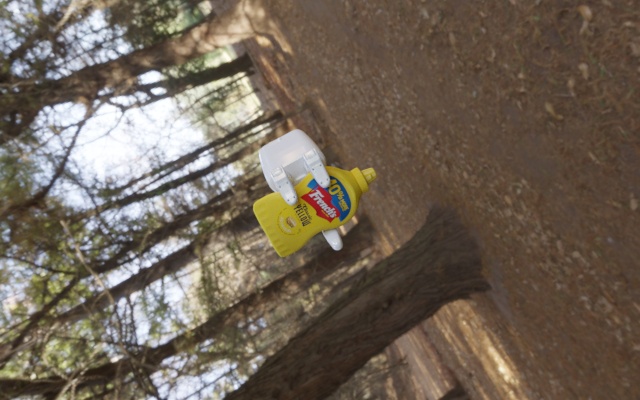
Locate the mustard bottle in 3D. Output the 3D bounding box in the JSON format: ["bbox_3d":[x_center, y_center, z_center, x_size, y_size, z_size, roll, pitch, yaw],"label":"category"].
[{"bbox_3d":[0.000,0.003,0.737,0.191,0.096,0.058,-29,10,-2],"label":"mustard bottle"}]
